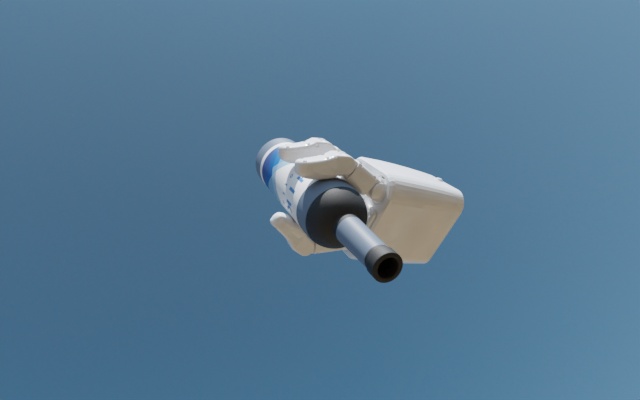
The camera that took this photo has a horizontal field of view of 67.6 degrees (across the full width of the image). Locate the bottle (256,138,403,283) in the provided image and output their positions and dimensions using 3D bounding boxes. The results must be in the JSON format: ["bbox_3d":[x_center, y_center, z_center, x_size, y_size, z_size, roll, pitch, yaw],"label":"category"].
[{"bbox_3d":[0.000,0.002,0.503,0.069,0.069,0.295,0,21,-23],"label":"bottle"}]
